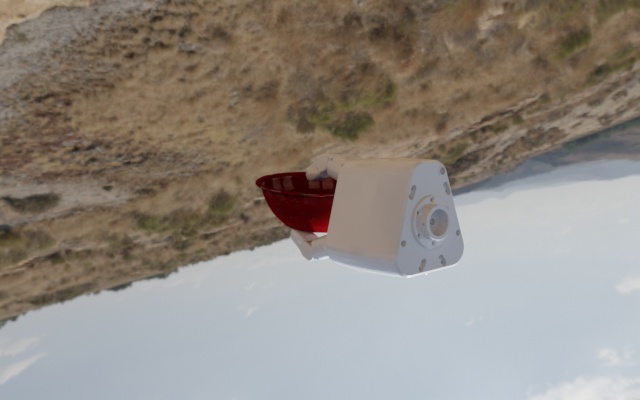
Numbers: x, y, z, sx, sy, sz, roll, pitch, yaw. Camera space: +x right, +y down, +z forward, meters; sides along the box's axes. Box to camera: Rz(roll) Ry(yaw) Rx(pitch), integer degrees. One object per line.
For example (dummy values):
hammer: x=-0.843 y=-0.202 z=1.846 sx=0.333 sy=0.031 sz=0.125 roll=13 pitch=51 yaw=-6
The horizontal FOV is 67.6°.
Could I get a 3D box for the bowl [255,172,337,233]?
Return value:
bowl: x=0.000 y=0.002 z=0.596 sx=0.162 sy=0.055 sz=0.162 roll=1 pitch=13 yaw=0
